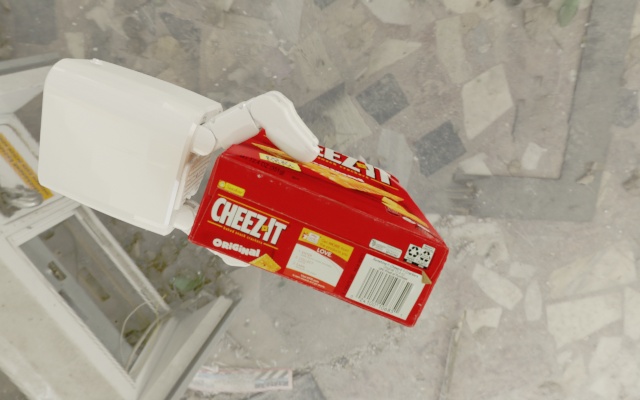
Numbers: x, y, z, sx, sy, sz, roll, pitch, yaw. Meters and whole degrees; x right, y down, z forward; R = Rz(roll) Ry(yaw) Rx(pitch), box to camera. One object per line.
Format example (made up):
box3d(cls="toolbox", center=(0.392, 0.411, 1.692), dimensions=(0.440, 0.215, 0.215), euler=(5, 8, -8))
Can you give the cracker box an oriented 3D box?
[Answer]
box3d(cls="cracker box", center=(0.000, 0.002, 0.407), dimensions=(0.164, 0.072, 0.213), euler=(22, 14, -6))
